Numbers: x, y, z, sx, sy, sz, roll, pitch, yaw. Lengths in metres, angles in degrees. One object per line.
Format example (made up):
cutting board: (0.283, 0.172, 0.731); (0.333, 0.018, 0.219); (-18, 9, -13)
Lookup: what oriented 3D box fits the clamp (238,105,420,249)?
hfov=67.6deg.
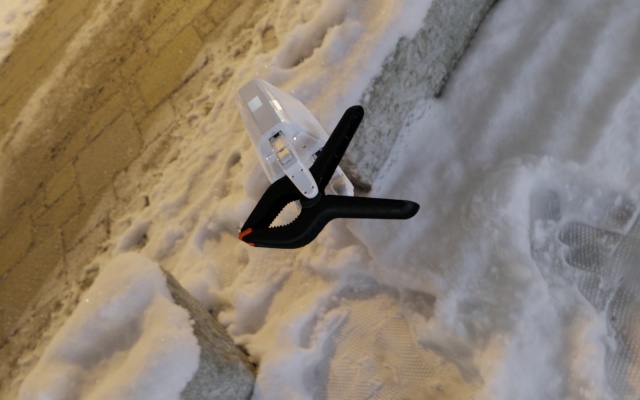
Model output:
clamp: (-0.001, 0.002, 0.550); (0.210, 0.164, 0.036); (-37, -35, 8)
